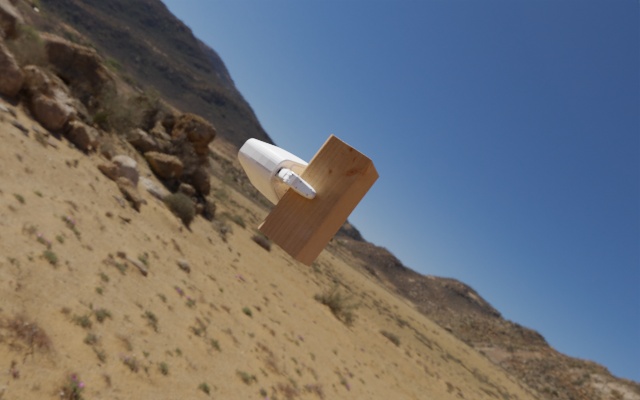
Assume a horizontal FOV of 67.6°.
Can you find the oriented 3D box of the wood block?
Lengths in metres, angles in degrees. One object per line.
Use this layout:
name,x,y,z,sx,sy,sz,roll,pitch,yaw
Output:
wood block,0.000,0.002,0.832,0.090,0.206,0.091,36,-4,23
